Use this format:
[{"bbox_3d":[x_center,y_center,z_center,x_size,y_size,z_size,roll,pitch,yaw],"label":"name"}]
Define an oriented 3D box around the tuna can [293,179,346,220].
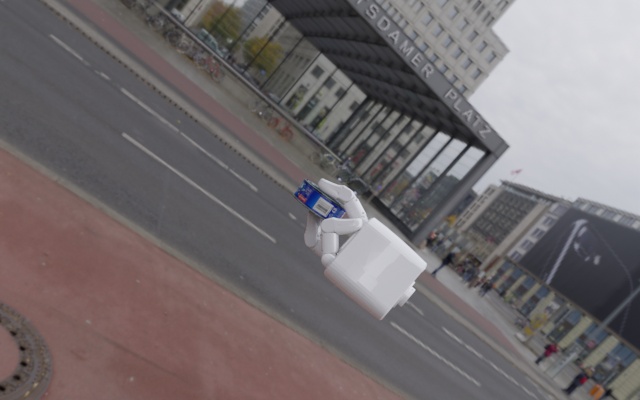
[{"bbox_3d":[0.000,0.002,0.764,0.086,0.034,0.086,35,5,-4],"label":"tuna can"}]
